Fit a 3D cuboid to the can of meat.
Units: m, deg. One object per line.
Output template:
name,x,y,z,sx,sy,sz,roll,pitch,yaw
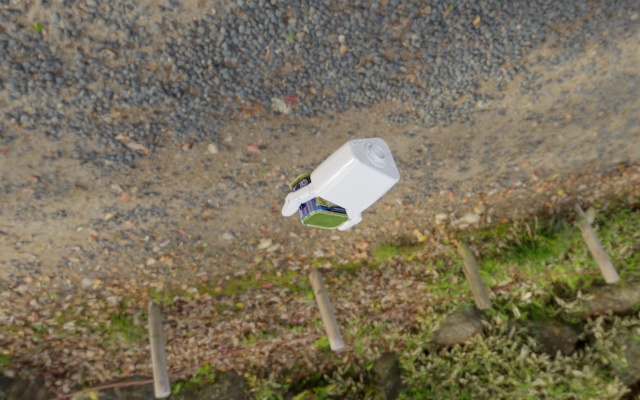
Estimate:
can of meat,0.000,0.003,0.896,0.102,0.084,0.057,11,-38,-43
